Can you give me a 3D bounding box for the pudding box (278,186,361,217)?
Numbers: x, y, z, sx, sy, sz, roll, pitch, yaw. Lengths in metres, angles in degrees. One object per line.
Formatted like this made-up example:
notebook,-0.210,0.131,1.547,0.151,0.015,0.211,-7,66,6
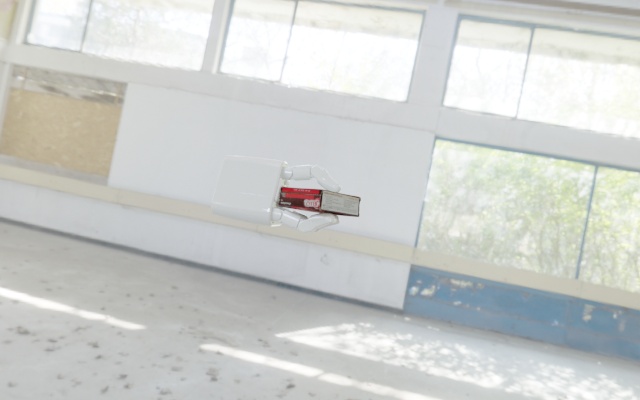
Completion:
pudding box,0.000,0.002,0.796,0.090,0.039,0.113,6,-1,38
